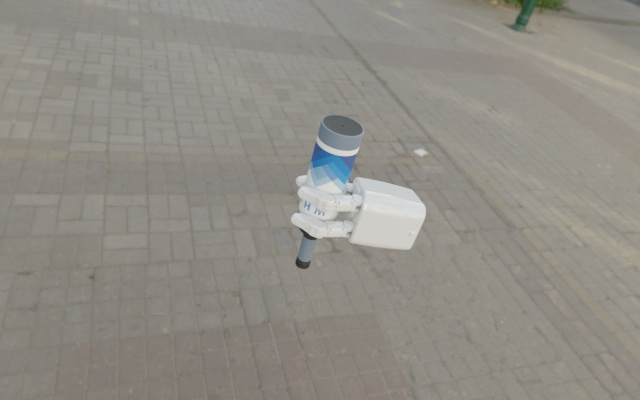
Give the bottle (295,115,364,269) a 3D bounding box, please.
[{"bbox_3d":[0.000,0.002,0.799,0.069,0.296,0.069,11,36,-8],"label":"bottle"}]
